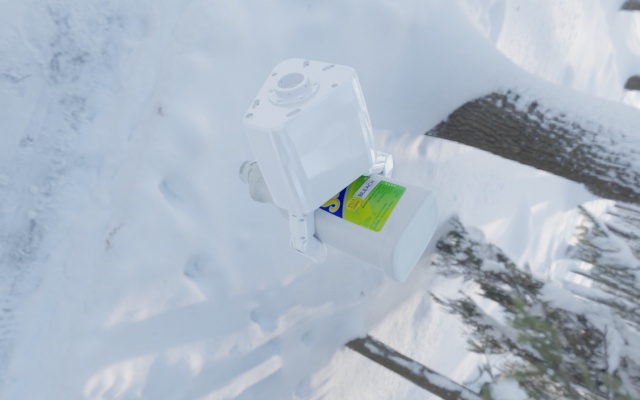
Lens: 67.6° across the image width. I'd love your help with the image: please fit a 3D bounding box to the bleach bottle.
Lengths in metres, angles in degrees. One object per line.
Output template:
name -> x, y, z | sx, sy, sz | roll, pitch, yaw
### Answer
bleach bottle -> 0.000, 0.002, 0.547 | 0.251, 0.102, 0.068 | 19, -34, 32
